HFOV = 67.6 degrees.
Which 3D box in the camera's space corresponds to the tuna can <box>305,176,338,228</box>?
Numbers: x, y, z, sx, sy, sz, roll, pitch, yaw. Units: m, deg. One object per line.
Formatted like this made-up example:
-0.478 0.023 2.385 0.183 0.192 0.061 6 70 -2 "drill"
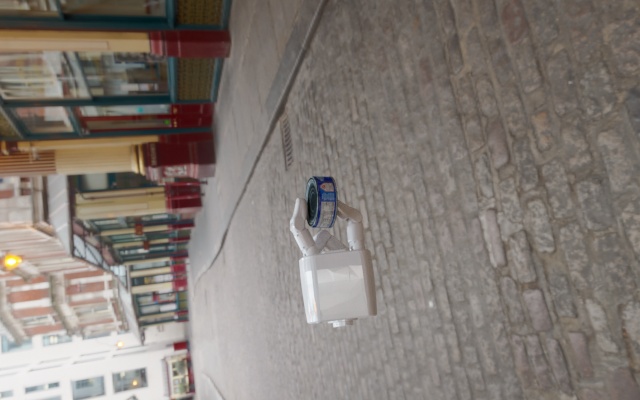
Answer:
0.000 0.002 0.782 0.034 0.086 0.086 1 0 -16 "tuna can"
